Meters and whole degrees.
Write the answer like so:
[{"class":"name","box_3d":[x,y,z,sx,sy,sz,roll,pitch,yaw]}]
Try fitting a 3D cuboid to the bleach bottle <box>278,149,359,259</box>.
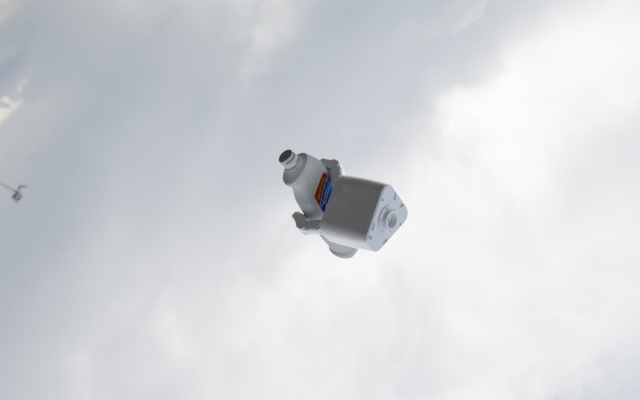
[{"class":"bleach bottle","box_3d":[0.000,0.003,0.890,0.068,0.102,0.251,13,-27,45]}]
